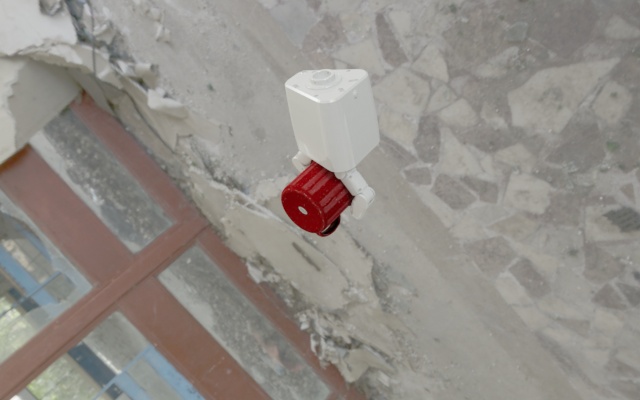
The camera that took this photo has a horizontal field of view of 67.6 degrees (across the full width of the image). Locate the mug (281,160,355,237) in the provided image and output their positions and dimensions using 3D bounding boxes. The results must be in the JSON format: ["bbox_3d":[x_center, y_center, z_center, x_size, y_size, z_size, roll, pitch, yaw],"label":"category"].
[{"bbox_3d":[0.000,0.004,0.693,0.093,0.117,0.081,17,47,36],"label":"mug"}]
